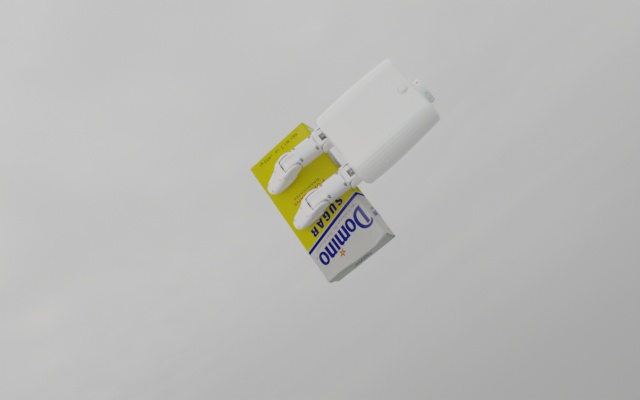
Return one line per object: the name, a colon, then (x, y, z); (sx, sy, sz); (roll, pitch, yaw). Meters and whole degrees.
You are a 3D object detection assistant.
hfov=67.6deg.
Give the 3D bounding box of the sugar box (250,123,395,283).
sugar box: (0.000, 0.002, 0.582); (0.093, 0.176, 0.048); (-41, -20, 13)
